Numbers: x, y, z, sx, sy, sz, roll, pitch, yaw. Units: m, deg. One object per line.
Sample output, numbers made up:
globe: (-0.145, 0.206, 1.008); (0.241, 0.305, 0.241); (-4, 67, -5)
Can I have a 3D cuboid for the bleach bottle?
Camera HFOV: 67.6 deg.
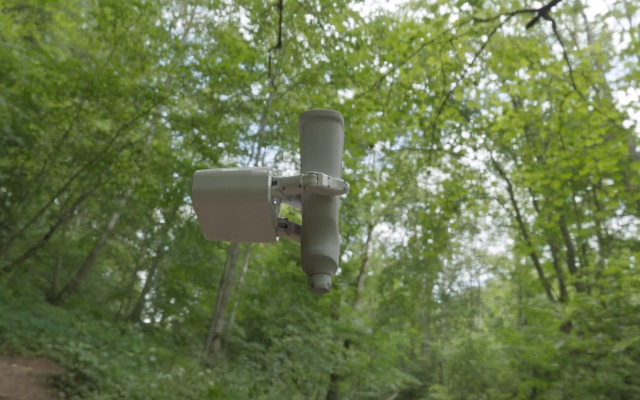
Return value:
bleach bottle: (0.000, 0.002, 0.669); (0.068, 0.250, 0.103); (0, -27, 2)
